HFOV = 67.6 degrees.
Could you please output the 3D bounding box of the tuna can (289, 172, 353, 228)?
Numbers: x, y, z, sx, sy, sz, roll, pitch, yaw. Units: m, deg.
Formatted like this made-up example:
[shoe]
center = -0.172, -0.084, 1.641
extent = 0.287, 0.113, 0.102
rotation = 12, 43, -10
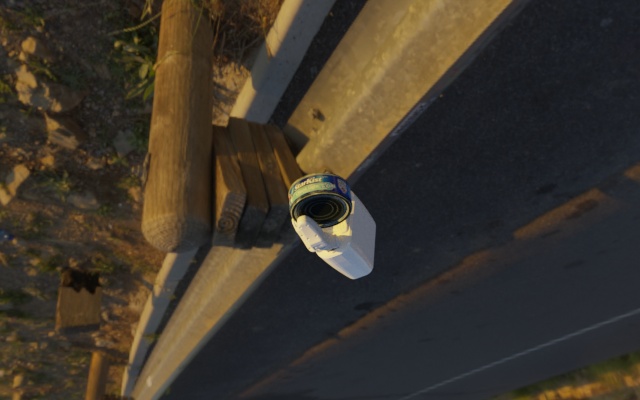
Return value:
[tuna can]
center = 0.000, 0.003, 0.647
extent = 0.086, 0.033, 0.086
rotation = -4, -37, -3
